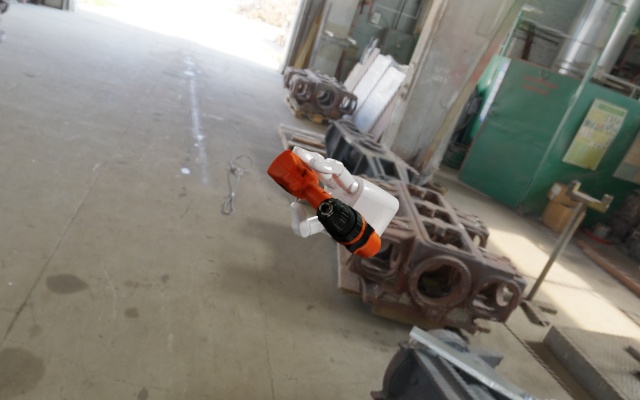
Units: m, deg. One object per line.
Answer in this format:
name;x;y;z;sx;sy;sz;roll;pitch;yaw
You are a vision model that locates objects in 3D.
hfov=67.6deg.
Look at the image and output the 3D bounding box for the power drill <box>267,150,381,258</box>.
power drill;0.000;0.002;0.722;0.187;0.057;0.184;45;0;32
